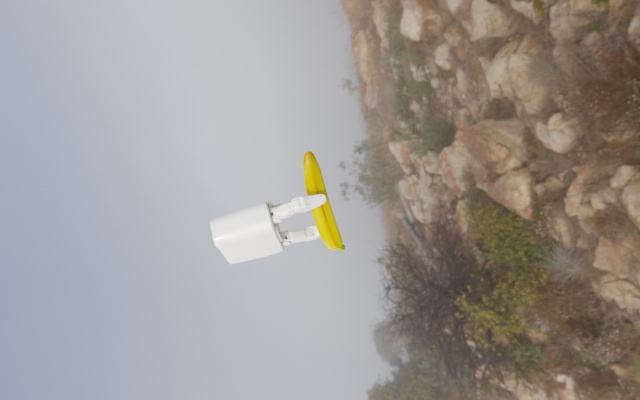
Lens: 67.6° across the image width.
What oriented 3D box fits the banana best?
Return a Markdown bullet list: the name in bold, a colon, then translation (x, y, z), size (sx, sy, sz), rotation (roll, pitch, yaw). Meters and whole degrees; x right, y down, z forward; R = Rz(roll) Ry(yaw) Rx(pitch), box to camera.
- **banana**: translation (0.001, 0.009, 0.860), size (0.037, 0.198, 0.069), rotation (-17, 8, 4)
